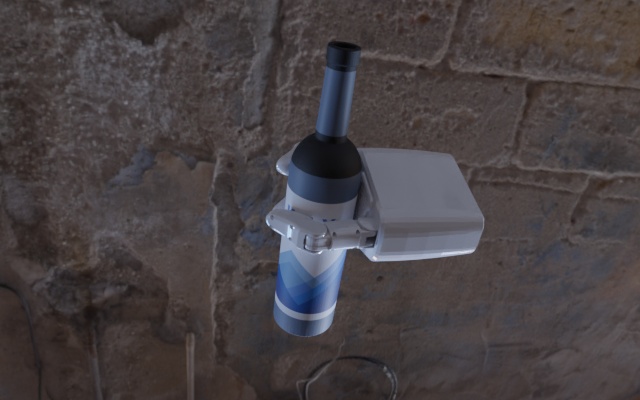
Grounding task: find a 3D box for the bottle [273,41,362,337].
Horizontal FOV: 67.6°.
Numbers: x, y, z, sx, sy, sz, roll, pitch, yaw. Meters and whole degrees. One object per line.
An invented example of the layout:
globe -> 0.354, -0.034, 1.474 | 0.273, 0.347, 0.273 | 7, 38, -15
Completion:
bottle -> 0.000, 0.002, 0.456 | 0.069, 0.296, 0.069 | 6, 31, -4
